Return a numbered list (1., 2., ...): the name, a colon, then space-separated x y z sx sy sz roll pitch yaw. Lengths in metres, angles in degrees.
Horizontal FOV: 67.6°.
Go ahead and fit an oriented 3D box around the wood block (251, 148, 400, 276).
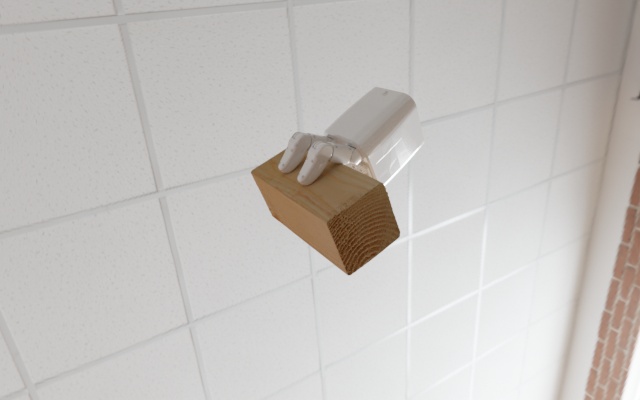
1. wood block: 0.000 0.002 0.650 0.090 0.091 0.206 -35 35 -17
